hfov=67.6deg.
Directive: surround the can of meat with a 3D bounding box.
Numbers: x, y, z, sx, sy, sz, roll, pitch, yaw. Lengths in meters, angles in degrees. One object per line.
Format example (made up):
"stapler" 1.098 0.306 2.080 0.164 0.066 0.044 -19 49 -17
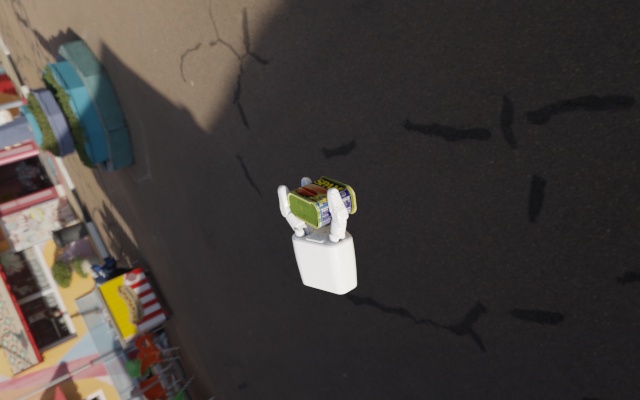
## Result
"can of meat" 0.000 0.003 0.873 0.084 0.057 0.102 -24 31 -30
